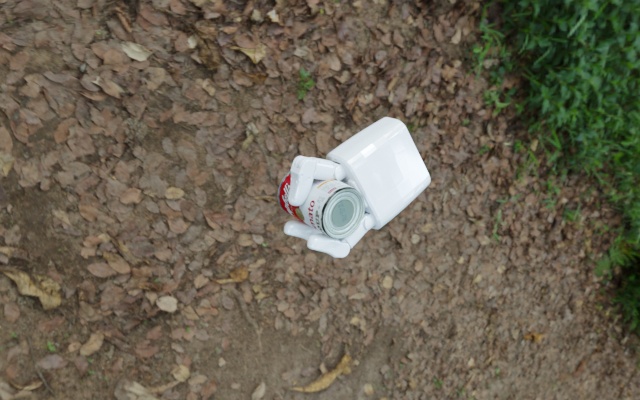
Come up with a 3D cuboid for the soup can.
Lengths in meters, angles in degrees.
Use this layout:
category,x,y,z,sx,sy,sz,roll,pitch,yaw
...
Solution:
category,x,y,z,sx,sy,sz,roll,pitch,yaw
soup can,0.000,0.002,0.613,0.068,0.068,0.102,0,17,-37
